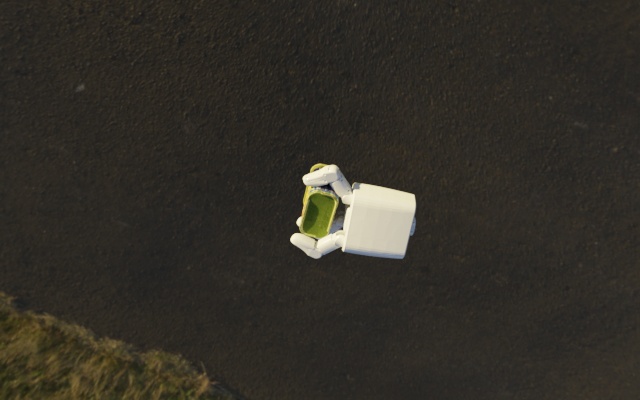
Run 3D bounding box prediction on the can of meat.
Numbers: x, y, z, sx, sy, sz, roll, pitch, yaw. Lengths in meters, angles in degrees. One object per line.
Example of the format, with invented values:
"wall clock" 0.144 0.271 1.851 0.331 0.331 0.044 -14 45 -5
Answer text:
"can of meat" 0.000 0.003 0.826 0.057 0.102 0.084 13 36 -4
